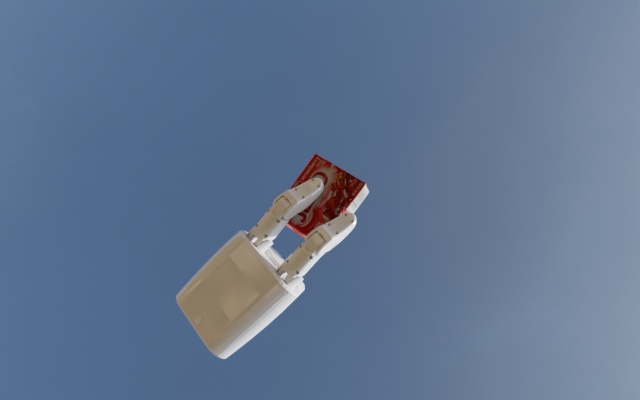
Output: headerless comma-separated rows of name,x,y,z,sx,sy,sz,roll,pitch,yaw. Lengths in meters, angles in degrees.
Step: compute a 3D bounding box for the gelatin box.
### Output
gelatin box,0.000,0.002,0.546,0.073,0.089,0.030,32,-10,23
